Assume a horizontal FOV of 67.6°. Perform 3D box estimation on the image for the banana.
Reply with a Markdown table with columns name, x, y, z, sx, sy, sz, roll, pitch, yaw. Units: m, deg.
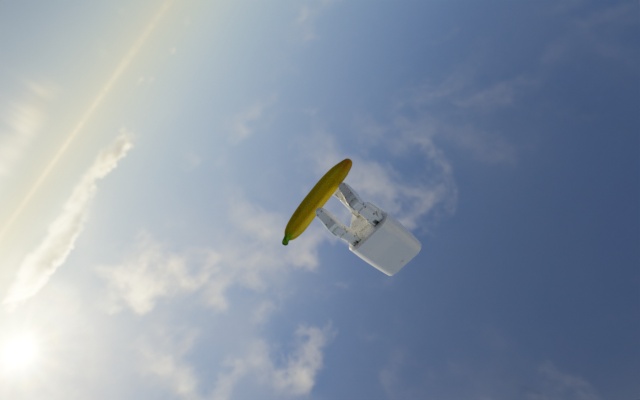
| name | x | y | z | sx | sy | sz | roll | pitch | yaw |
| --- | --- | --- | --- | --- | --- | --- | --- | --- | --- |
| banana | -0.008 | 0.004 | 0.888 | 0.037 | 0.198 | 0.069 | 39 | -7 | -18 |
